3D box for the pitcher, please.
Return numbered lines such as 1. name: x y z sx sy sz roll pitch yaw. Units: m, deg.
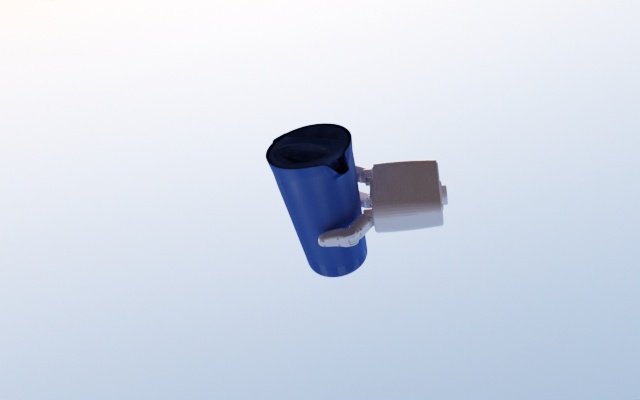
1. pitcher: 0.000 0.003 0.786 0.145 0.243 0.149 -6 36 12
